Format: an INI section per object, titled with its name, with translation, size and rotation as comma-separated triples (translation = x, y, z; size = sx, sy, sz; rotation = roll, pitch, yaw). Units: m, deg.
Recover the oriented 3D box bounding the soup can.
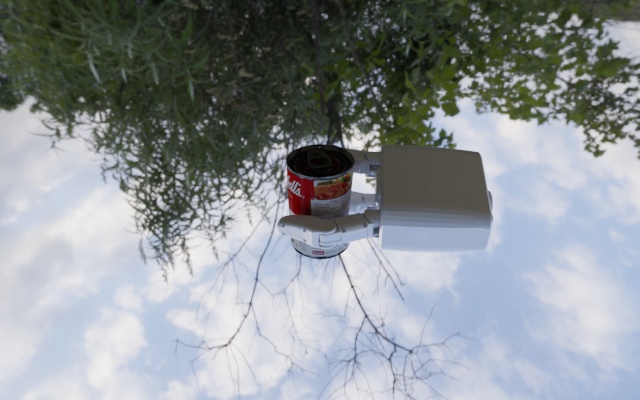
[soup can]
translation = 0.000, 0.002, 0.498
size = 0.068, 0.102, 0.068
rotation = 0, 34, 0
